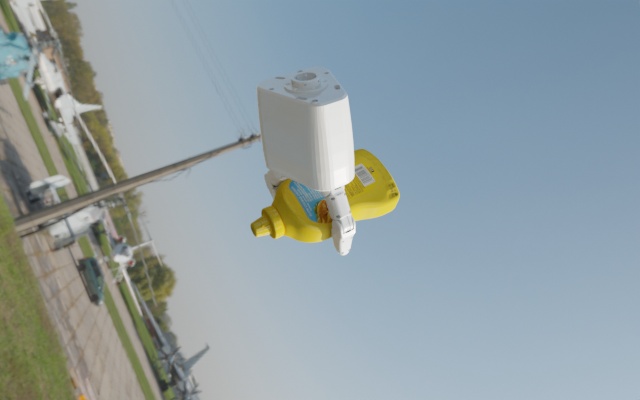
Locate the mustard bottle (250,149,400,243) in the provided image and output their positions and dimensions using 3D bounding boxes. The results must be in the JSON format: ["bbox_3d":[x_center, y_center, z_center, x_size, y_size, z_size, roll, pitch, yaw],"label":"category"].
[{"bbox_3d":[0.000,0.002,0.615,0.191,0.096,0.058,-22,-27,-22],"label":"mustard bottle"}]
